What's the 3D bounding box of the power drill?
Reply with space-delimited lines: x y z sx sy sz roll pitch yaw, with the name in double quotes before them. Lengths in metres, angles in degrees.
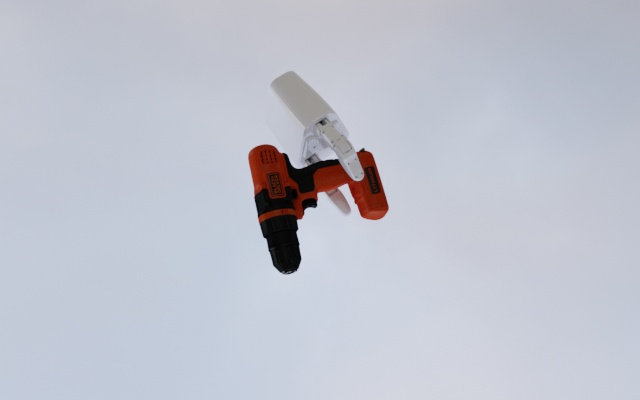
"power drill" 0.000 0.002 0.676 0.187 0.184 0.057 -7 -16 -24
